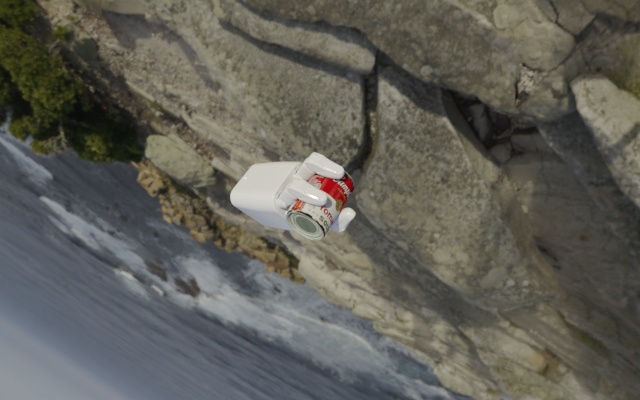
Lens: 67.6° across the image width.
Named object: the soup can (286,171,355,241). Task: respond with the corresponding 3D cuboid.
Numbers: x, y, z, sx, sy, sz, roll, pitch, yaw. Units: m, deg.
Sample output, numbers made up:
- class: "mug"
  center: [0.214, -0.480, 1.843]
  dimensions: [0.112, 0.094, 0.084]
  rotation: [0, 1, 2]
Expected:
- class: "soup can"
  center: [0.000, 0.003, 0.732]
  dimensions: [0.068, 0.102, 0.069]
  rotation: [24, -32, 16]
